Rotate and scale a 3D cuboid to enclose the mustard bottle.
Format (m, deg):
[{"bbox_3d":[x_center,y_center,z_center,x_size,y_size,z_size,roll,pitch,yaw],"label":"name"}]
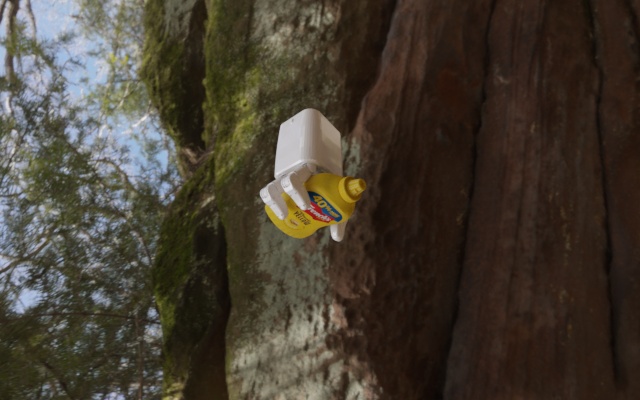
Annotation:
[{"bbox_3d":[0.000,0.003,0.792,0.192,0.058,0.096,-24,-59,42],"label":"mustard bottle"}]
